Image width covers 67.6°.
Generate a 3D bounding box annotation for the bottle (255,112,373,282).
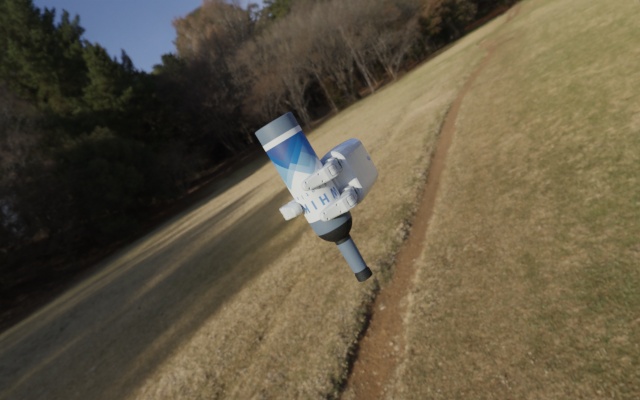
[{"bbox_3d":[0.000,0.002,0.770,0.069,0.296,0.069,-30,8,5],"label":"bottle"}]
